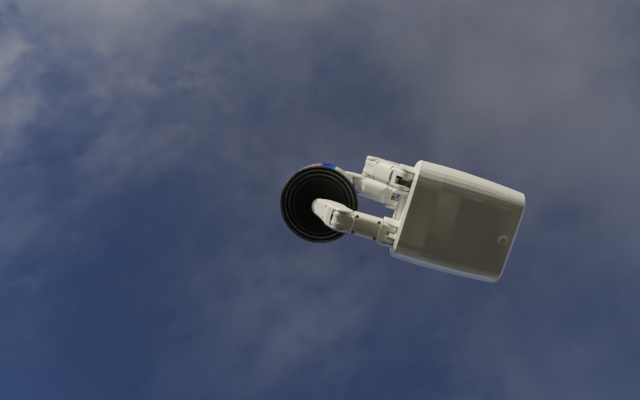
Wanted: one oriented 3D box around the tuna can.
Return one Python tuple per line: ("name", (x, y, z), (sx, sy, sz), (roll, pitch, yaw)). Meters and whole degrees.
("tuna can", (0.000, 0.002, 0.532), (0.086, 0.086, 0.033), (0, 12, 6))
